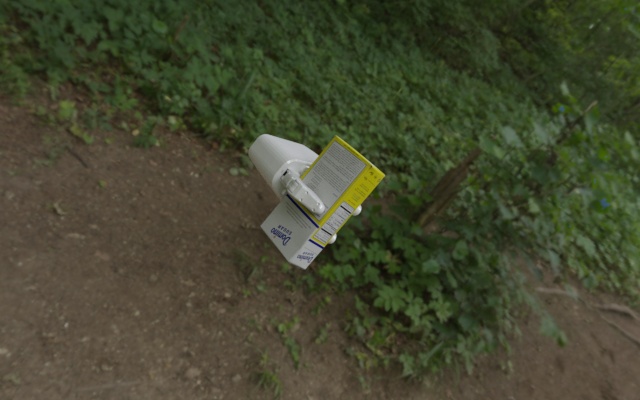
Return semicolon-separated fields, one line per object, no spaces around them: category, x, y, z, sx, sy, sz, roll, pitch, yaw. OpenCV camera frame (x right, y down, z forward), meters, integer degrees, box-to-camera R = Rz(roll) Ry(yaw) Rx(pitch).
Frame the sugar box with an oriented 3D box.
sugar box;0.000;0.002;0.683;0.048;0.176;0.093;32;10;-46
